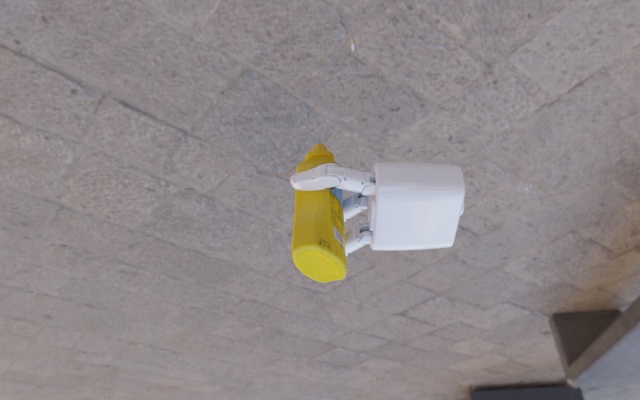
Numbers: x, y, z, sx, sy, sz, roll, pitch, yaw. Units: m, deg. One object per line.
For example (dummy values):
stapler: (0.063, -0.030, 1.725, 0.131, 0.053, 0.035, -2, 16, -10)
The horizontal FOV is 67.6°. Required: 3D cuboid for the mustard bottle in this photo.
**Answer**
mustard bottle: (0.000, 0.002, 0.622, 0.058, 0.191, 0.096, -15, -38, 20)
